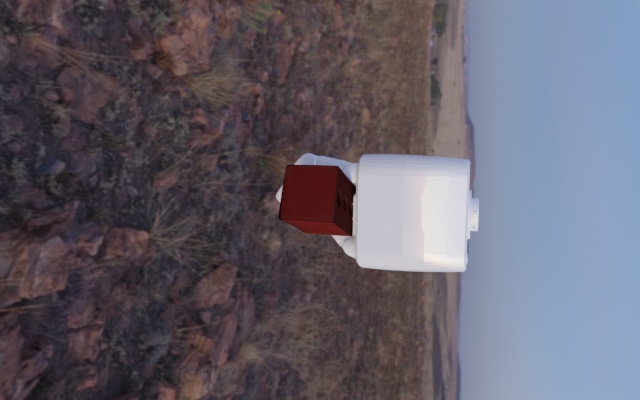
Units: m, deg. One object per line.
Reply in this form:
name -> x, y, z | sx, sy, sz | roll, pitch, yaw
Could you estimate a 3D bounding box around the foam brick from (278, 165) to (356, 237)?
foam brick -> 0.000, 0.002, 0.454 | 0.051, 0.053, 0.078 | 3, -12, 18
